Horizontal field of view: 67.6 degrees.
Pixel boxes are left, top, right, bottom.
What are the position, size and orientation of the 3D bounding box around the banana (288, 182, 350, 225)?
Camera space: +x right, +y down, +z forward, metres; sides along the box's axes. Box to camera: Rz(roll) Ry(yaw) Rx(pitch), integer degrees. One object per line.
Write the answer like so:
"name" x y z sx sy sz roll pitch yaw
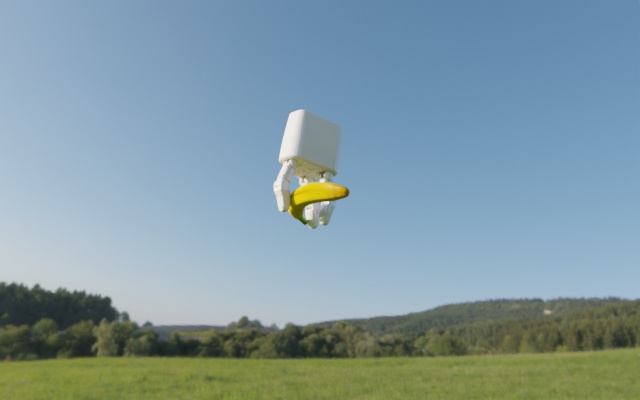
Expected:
"banana" -0.018 -0.002 0.878 0.069 0.037 0.198 20 -23 -18
